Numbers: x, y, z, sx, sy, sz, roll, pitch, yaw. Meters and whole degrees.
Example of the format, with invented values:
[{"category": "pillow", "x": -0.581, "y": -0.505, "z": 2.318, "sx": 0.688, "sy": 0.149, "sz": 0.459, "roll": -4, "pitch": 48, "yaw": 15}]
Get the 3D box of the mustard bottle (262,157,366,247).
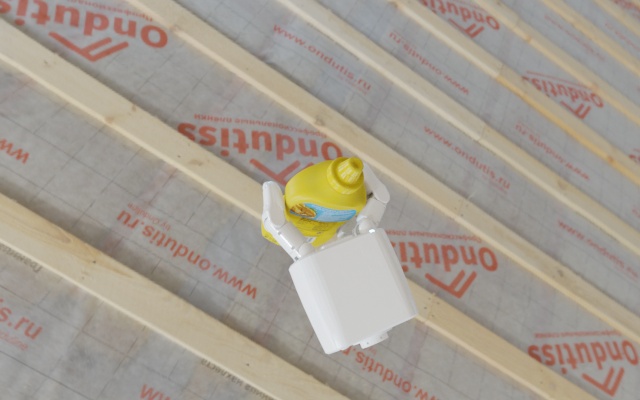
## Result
[{"category": "mustard bottle", "x": 0.000, "y": 0.002, "z": 0.575, "sx": 0.096, "sy": 0.058, "sz": 0.192, "roll": 10, "pitch": -28, "yaw": -21}]
